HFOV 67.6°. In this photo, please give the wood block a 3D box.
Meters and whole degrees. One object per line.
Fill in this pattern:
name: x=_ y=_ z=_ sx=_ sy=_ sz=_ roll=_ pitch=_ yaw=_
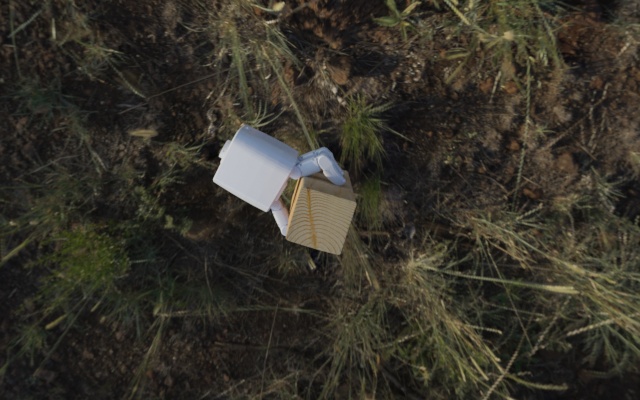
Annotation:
wood block: x=0.000 y=0.003 z=0.814 sx=0.090 sy=0.091 sz=0.206 roll=16 pitch=16 yaw=-5
